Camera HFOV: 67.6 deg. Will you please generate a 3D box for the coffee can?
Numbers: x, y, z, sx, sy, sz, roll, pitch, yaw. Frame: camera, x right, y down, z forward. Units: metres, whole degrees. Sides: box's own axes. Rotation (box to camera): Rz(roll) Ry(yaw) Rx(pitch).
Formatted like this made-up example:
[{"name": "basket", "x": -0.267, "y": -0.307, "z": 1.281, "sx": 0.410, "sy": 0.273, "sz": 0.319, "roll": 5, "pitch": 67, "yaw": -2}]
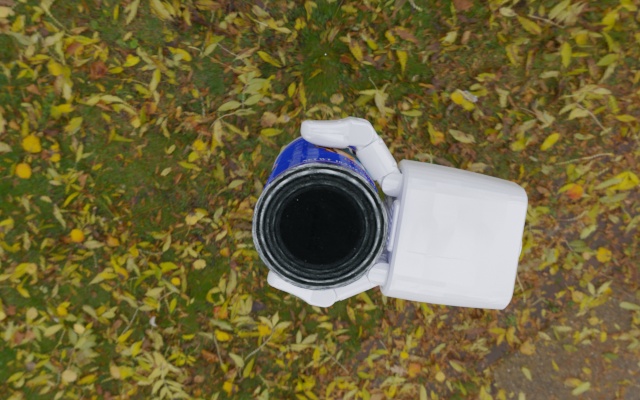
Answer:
[{"name": "coffee can", "x": 0.000, "y": 0.001, "z": 0.422, "sx": 0.103, "sy": 0.103, "sz": 0.140, "roll": 0, "pitch": 17, "yaw": 1}]
